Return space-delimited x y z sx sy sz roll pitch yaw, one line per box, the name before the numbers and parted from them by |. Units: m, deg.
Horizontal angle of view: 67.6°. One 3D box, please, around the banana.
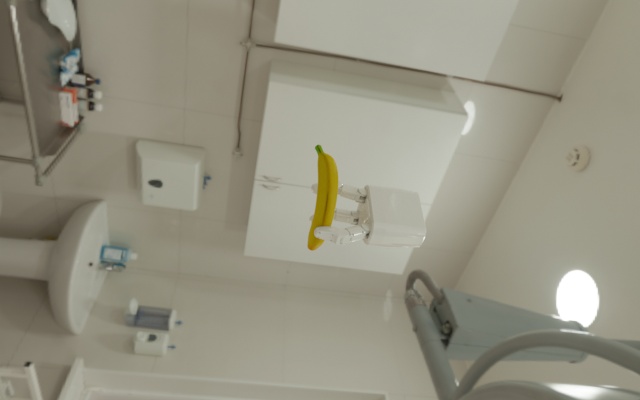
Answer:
banana | 0.005 0.004 0.852 0.037 0.198 0.069 3 12 -15
